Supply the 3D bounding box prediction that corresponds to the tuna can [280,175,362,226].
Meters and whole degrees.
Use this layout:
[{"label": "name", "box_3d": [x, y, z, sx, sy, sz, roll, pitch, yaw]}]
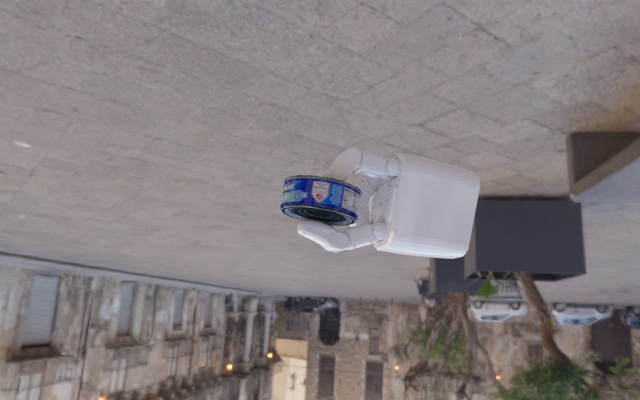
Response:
[{"label": "tuna can", "box_3d": [0.000, 0.002, 0.518, 0.086, 0.033, 0.086, 9, -14, 2]}]
